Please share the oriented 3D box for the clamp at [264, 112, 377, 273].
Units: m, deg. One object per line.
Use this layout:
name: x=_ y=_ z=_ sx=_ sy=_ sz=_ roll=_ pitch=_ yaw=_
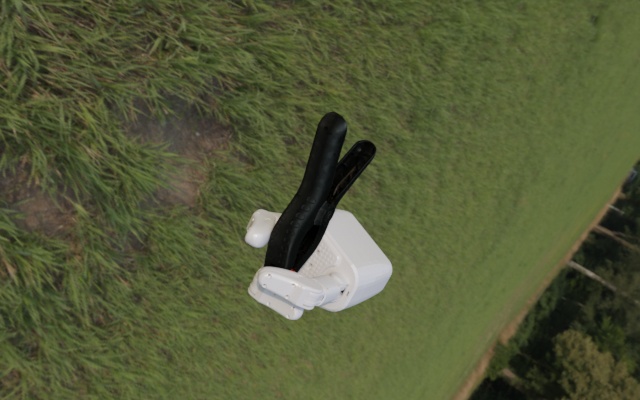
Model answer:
clamp: x=0.000 y=0.002 z=0.462 sx=0.039 sy=0.171 sz=0.120 roll=35 pitch=15 yaw=26
